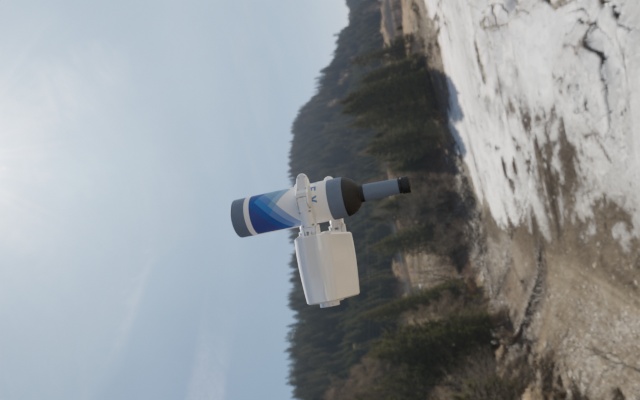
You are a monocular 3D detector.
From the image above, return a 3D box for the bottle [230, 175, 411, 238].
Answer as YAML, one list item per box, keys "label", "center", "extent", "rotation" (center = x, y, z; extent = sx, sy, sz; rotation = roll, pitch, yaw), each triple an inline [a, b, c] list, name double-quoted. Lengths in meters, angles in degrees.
- label: "bottle"
  center: [0.000, 0.003, 0.784]
  extent: [0.296, 0.069, 0.069]
  rotation: [-12, -3, 13]
